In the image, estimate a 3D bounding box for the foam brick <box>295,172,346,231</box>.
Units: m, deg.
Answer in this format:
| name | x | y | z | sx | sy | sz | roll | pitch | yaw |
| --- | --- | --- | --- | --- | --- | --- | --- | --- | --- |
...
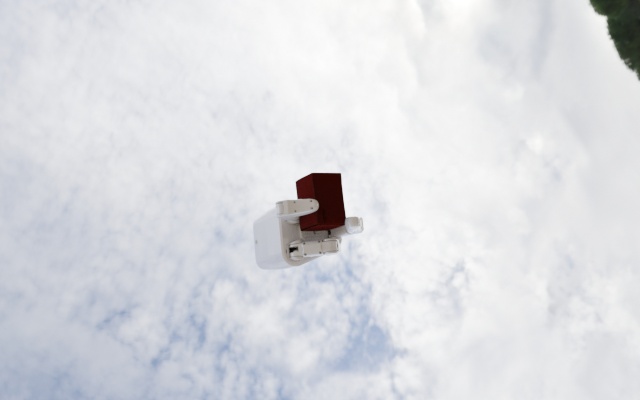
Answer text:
| name | x | y | z | sx | sy | sz | roll | pitch | yaw |
| --- | --- | --- | --- | --- | --- | --- | --- | --- | --- |
| foam brick | 0.000 | 0.002 | 0.697 | 0.053 | 0.078 | 0.051 | 1 | -13 | -31 |
